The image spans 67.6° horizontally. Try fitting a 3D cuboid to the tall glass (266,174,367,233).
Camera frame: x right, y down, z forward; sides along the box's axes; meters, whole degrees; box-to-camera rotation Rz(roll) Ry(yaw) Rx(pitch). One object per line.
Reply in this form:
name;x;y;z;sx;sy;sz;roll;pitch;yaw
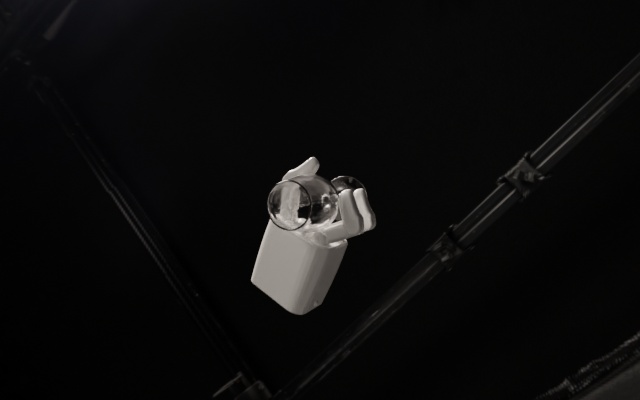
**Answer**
tall glass;0.000;0.002;0.669;0.079;0.079;0.201;0;2;23
